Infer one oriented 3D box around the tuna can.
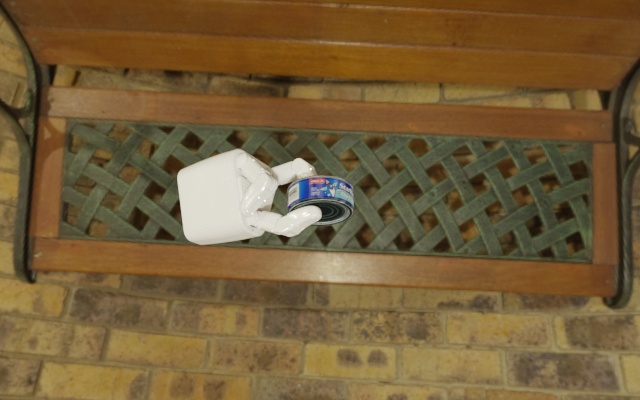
[{"bbox_3d":[0.000,0.003,0.611,0.086,0.033,0.086,-1,-26,-1],"label":"tuna can"}]
